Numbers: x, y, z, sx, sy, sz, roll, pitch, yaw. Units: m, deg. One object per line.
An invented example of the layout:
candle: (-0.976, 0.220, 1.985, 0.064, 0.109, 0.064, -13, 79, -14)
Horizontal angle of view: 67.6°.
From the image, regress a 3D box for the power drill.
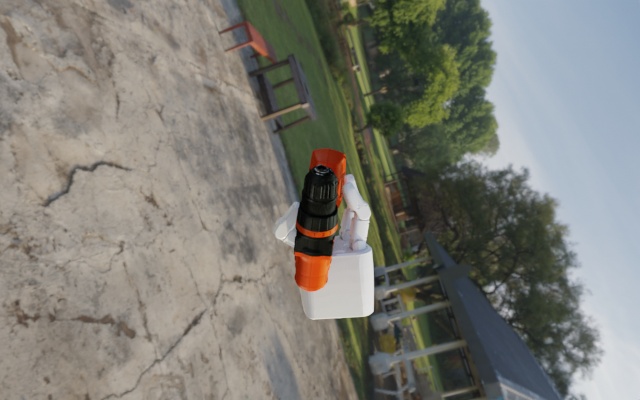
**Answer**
power drill: (0.000, 0.002, 0.658, 0.057, 0.185, 0.187, 10, 33, 2)
